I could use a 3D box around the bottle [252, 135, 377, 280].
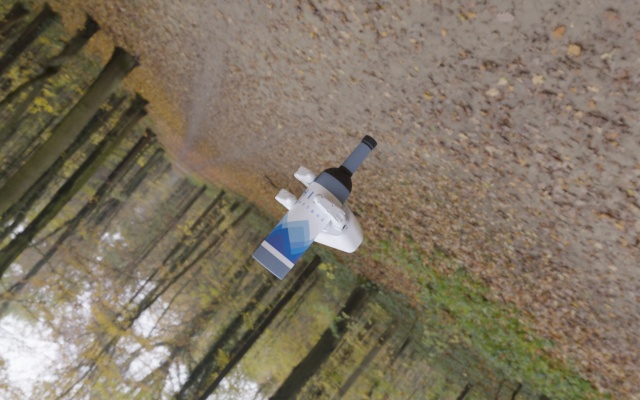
[{"bbox_3d":[0.000,0.003,0.842,0.069,0.295,0.069,38,-8,7],"label":"bottle"}]
